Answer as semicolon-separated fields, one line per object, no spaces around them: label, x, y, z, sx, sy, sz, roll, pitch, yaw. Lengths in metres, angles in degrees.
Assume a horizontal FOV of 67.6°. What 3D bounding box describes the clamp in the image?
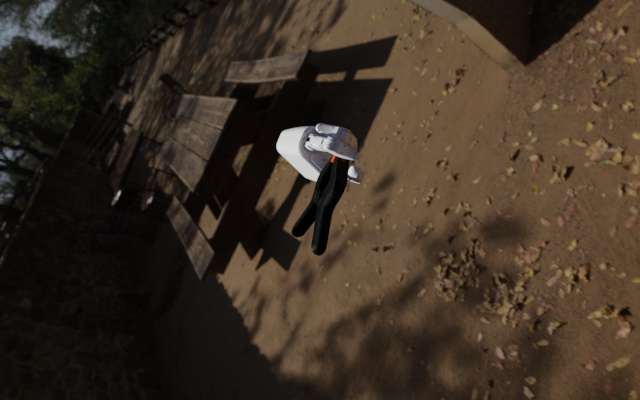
clamp;0.000;0.002;0.809;0.039;0.171;0.120;24;-6;-31
